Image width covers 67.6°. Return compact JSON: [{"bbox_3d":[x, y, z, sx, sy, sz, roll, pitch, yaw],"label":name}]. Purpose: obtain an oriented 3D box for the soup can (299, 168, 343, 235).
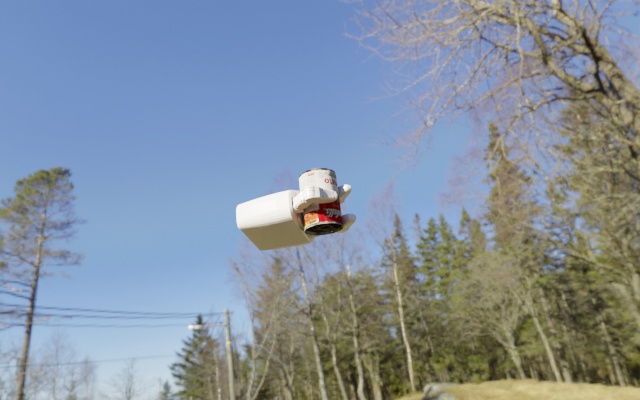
[{"bbox_3d":[0.001,0.002,0.834,0.068,0.102,0.068,-6,-20,-2],"label":"soup can"}]
